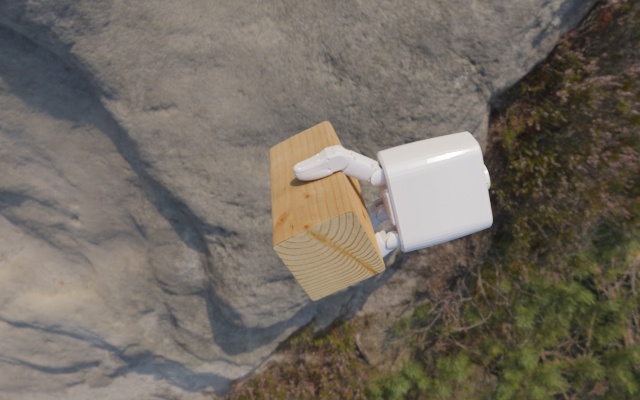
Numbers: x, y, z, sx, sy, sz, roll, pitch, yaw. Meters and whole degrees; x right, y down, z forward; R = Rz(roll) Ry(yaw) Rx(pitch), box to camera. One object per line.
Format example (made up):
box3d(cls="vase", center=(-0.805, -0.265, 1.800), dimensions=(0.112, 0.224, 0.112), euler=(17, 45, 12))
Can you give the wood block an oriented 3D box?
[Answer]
box3d(cls="wood block", center=(0.000, 0.002, 0.566), dimensions=(0.090, 0.091, 0.206), euler=(-25, 33, 9))
